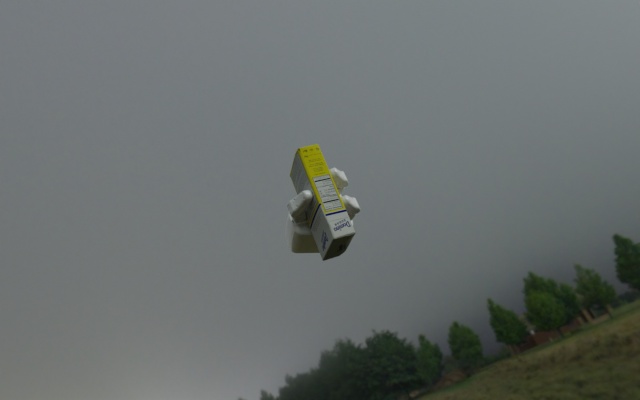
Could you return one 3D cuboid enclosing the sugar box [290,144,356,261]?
[{"bbox_3d":[0.001,0.002,0.808,0.048,0.176,0.093,-16,-24,-20],"label":"sugar box"}]
